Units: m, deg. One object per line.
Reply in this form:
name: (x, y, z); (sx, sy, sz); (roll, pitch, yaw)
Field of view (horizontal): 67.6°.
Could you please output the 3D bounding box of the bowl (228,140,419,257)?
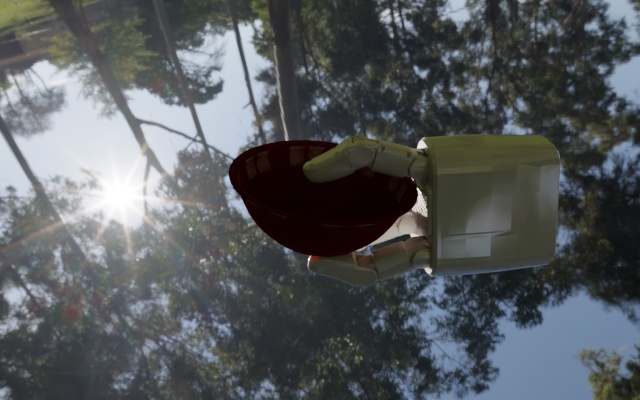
bowl: (-0.001, 0.002, 0.420); (0.162, 0.055, 0.162); (6, 28, -3)
